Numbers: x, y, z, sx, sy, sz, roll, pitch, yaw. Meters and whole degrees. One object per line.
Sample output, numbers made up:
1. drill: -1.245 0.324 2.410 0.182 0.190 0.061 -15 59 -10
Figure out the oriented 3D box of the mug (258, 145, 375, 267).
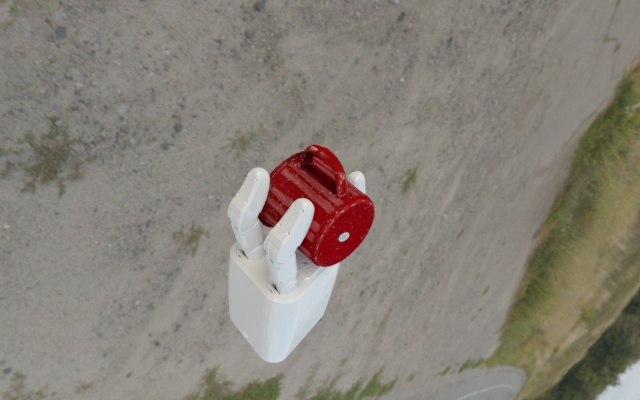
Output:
1. mug: 0.000 0.000 0.459 0.093 0.117 0.081 -24 50 -36
